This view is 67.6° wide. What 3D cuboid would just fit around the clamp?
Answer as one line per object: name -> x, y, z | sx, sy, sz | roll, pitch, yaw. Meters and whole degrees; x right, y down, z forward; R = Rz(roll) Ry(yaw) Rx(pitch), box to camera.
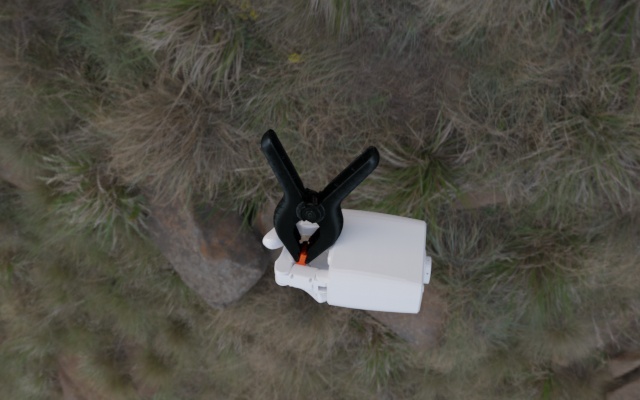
clamp -> 0.000, 0.002, 0.522 | 0.120, 0.172, 0.039 | 6, 39, 8
